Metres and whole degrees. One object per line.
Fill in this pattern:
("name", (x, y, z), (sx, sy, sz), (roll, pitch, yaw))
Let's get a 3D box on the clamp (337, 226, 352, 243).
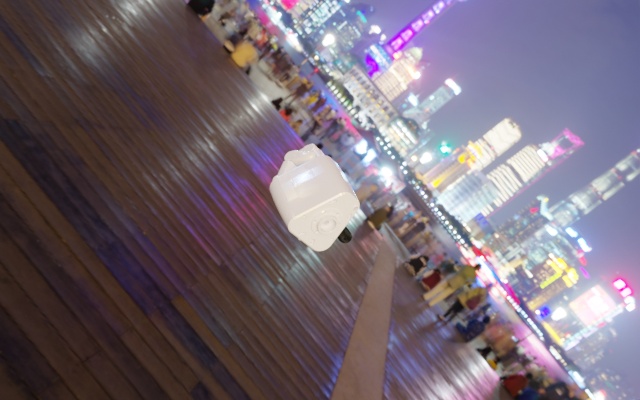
("clamp", (0.000, 0.002, 0.858), (0.171, 0.039, 0.120), (42, 12, -39))
